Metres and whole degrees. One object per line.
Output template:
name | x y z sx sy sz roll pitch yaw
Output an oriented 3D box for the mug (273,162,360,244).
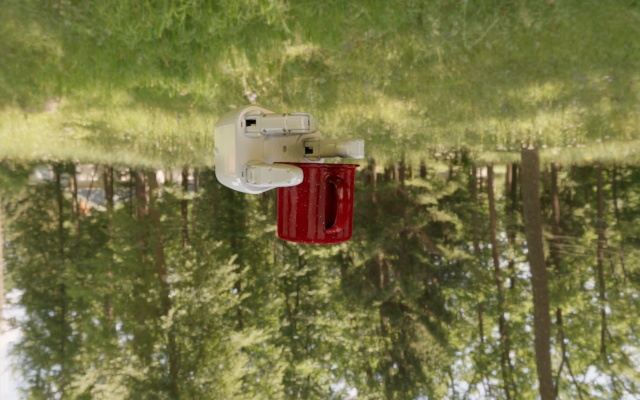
mug | 0.001 0.002 0.500 0.093 0.081 0.117 -1 6 -27
